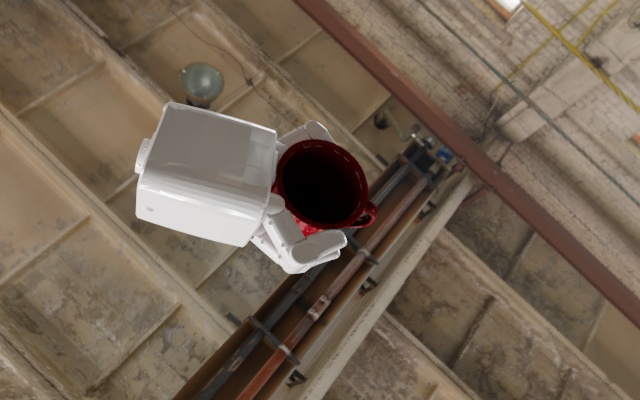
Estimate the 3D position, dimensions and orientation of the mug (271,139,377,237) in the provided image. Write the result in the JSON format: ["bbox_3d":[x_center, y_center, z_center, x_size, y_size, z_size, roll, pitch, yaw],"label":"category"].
[{"bbox_3d":[0.001,0.002,0.484,0.117,0.093,0.081,16,-27,-15],"label":"mug"}]
